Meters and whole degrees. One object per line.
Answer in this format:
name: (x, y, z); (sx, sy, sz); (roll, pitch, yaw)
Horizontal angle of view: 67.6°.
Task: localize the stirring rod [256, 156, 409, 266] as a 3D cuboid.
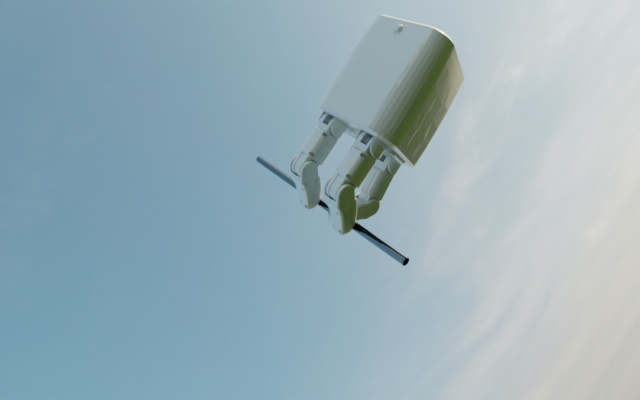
stirring rod: (0.000, 0.002, 0.490); (0.011, 0.011, 0.239); (0, 25, -42)
